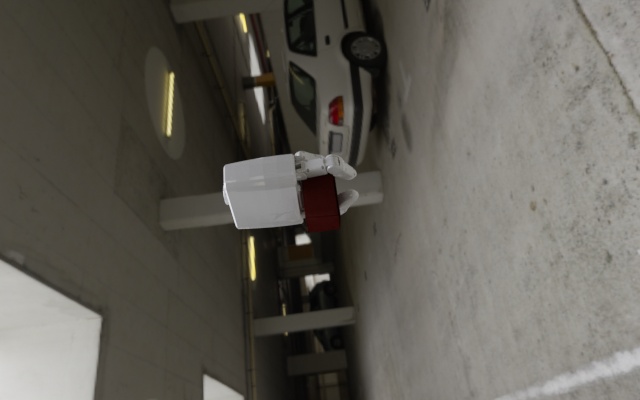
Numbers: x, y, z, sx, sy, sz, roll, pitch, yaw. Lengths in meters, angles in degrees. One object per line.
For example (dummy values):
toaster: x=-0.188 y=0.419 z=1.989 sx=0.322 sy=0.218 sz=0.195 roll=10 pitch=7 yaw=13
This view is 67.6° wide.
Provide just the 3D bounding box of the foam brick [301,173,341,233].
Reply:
foam brick: x=0.000 y=0.003 z=0.719 sx=0.051 sy=0.078 sz=0.053 roll=-7 pitch=-29 yaw=-1
